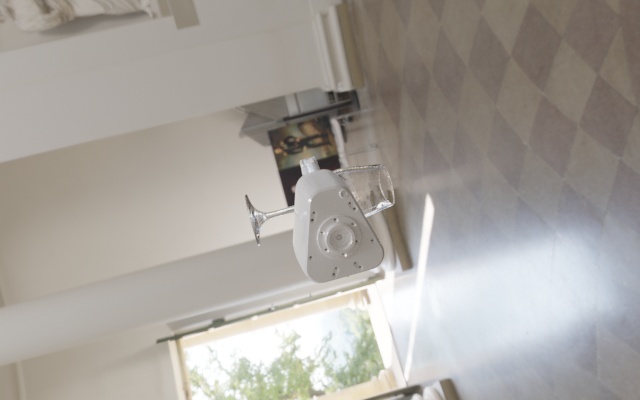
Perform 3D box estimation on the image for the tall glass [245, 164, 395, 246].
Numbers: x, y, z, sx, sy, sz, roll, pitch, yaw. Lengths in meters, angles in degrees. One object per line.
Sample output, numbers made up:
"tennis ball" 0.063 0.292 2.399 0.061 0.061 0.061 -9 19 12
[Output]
"tall glass" -0.001 0.002 0.677 0.201 0.079 0.079 -15 1 -5
